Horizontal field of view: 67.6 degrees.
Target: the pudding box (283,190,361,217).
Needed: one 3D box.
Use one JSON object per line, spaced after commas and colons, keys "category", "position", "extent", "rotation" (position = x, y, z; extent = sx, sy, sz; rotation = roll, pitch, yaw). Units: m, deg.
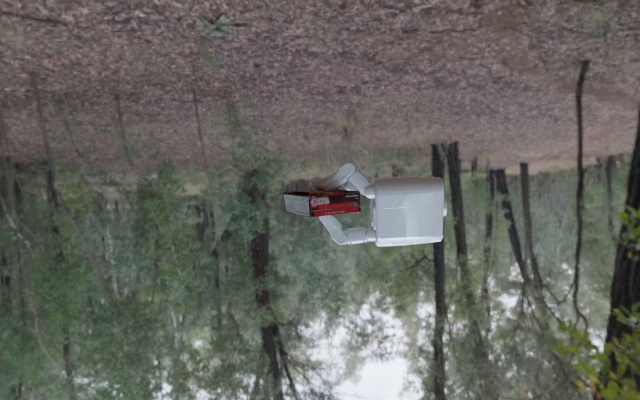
{"category": "pudding box", "position": [0.000, 0.003, 0.772], "extent": [0.090, 0.039, 0.113], "rotation": [-4, 3, -25]}
